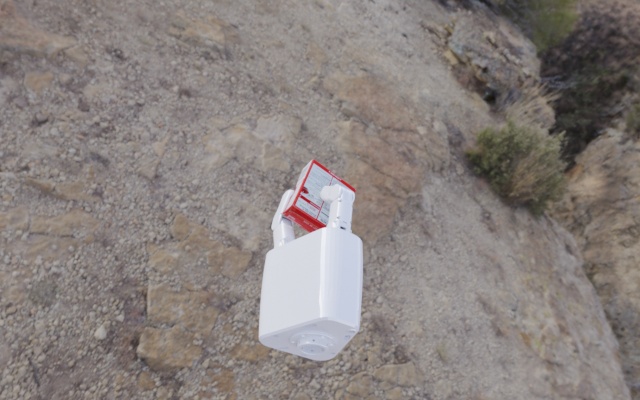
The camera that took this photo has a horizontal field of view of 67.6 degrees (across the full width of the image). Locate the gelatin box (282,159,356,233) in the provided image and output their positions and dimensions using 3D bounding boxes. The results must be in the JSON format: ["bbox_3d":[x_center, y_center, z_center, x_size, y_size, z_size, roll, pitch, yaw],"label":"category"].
[{"bbox_3d":[0.000,0.002,0.609,0.073,0.089,0.030,34,-42,-15],"label":"gelatin box"}]
